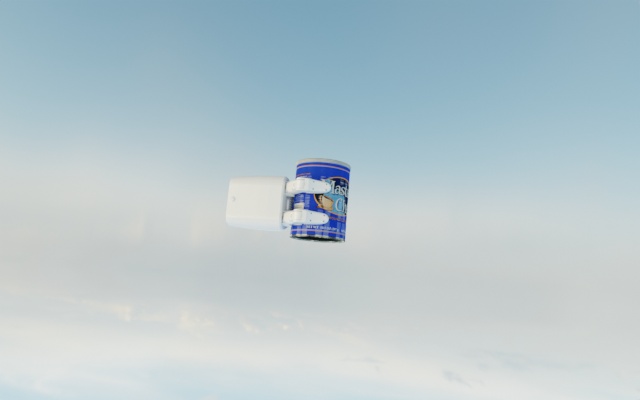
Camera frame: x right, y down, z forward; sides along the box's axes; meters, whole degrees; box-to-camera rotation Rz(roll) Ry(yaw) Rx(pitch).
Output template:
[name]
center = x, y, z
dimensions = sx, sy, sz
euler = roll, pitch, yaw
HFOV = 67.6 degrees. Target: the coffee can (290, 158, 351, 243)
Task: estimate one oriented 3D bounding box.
[coffee can]
center = 0.000, 0.003, 0.879
dimensions = 0.103, 0.140, 0.103
euler = 5, -10, 1
